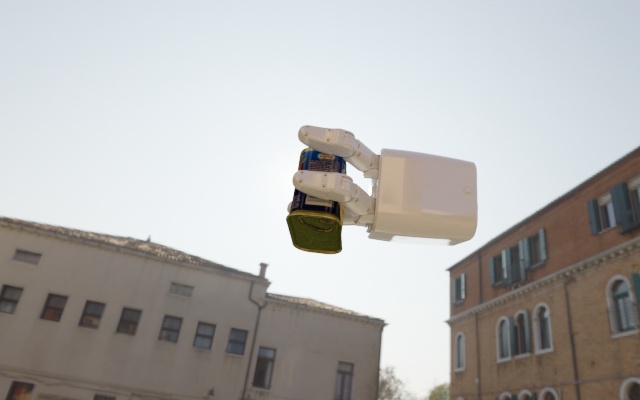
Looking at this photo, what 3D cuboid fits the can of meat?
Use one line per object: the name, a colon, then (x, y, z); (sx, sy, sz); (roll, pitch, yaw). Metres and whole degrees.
can of meat: (0.000, 0.001, 0.528); (0.057, 0.084, 0.102); (5, -27, 7)
